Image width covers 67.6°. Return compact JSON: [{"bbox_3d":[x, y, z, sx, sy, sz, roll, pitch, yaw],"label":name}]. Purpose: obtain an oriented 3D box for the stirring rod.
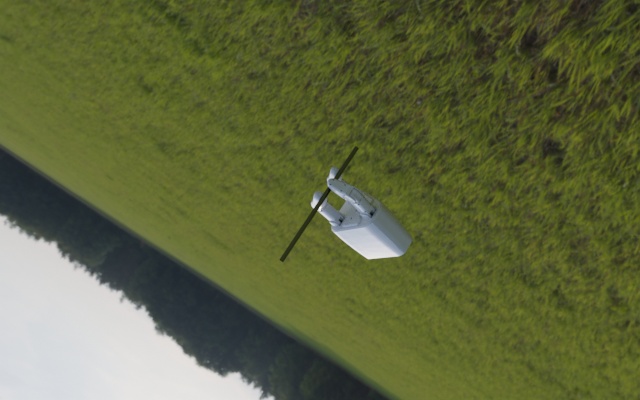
[{"bbox_3d":[0.000,0.003,0.815,0.011,0.239,0.011,31,-16,10],"label":"stirring rod"}]
